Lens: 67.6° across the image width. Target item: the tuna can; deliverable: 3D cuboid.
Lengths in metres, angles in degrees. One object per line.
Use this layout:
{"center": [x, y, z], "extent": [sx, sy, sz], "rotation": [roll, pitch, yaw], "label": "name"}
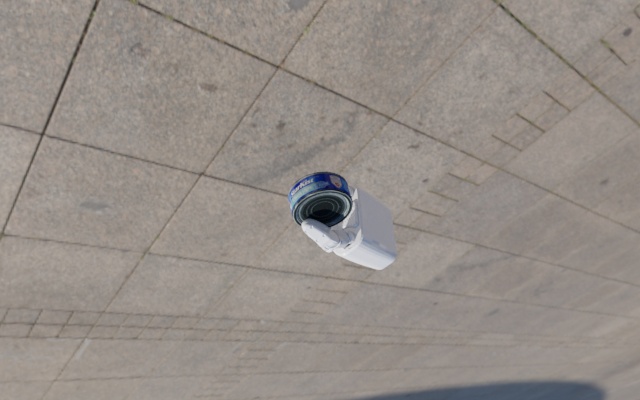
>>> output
{"center": [0.000, 0.003, 0.650], "extent": [0.086, 0.033, 0.086], "rotation": [-9, -39, -8], "label": "tuna can"}
